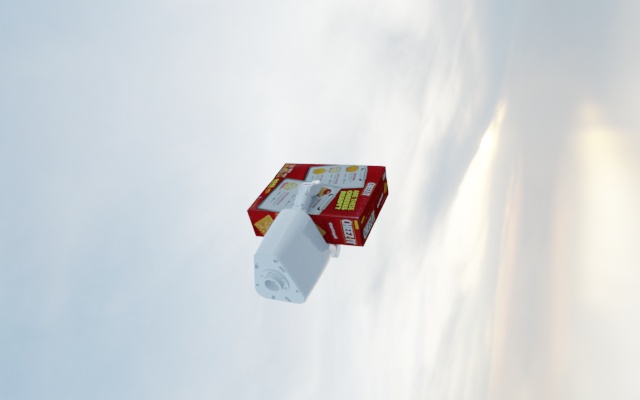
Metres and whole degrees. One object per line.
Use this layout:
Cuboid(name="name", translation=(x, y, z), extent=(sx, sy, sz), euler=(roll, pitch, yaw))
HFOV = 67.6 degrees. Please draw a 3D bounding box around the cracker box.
Cuboid(name="cracker box", translation=(0.000, 0.003, 0.872), extent=(0.213, 0.072, 0.164), euler=(4, 37, 24))
